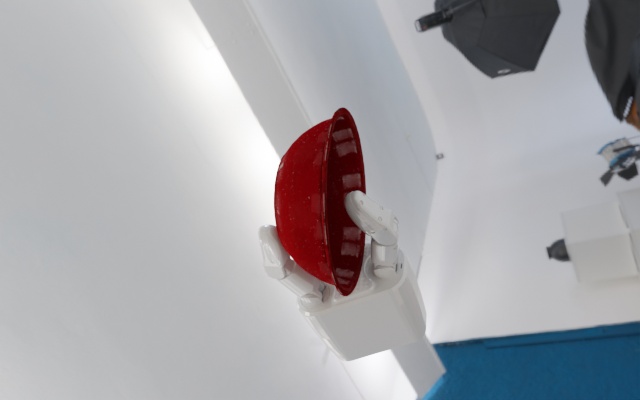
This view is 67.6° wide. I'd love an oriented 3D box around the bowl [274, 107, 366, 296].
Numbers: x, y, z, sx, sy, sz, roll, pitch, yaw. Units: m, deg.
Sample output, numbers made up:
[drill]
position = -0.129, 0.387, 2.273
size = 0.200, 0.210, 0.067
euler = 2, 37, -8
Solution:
[bowl]
position = -0.001, 0.000, 0.421
size = 0.055, 0.162, 0.162
euler = -1, 0, 16
